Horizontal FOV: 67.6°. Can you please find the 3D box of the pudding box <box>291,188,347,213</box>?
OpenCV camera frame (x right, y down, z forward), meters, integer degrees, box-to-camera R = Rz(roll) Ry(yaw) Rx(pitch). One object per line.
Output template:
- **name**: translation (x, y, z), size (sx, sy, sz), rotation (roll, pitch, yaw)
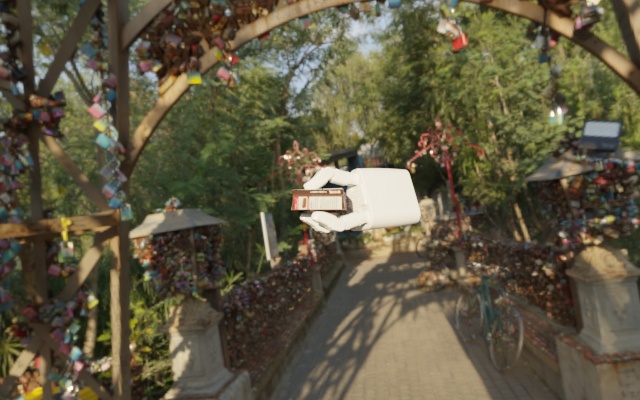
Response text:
- **pudding box**: translation (0.000, 0.003, 0.836), size (0.090, 0.039, 0.113), rotation (-1, -6, 5)
